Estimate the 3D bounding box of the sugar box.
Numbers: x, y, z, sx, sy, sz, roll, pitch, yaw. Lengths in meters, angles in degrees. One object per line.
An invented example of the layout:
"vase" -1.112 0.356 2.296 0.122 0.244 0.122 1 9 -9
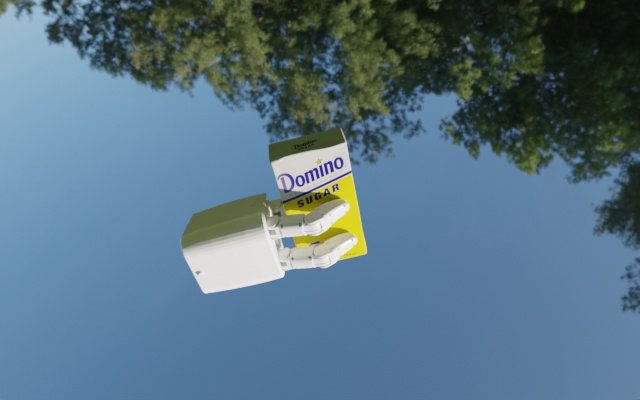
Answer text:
"sugar box" 0.000 0.002 0.606 0.093 0.176 0.048 -14 38 1
